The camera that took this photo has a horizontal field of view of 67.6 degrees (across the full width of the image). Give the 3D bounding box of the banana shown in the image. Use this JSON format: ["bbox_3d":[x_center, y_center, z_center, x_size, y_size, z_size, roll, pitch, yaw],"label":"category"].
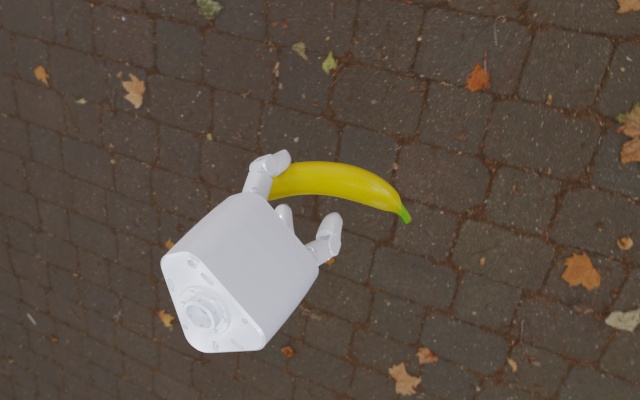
[{"bbox_3d":[0.003,-0.013,0.535,0.198,0.070,0.037,10,35,19],"label":"banana"}]
